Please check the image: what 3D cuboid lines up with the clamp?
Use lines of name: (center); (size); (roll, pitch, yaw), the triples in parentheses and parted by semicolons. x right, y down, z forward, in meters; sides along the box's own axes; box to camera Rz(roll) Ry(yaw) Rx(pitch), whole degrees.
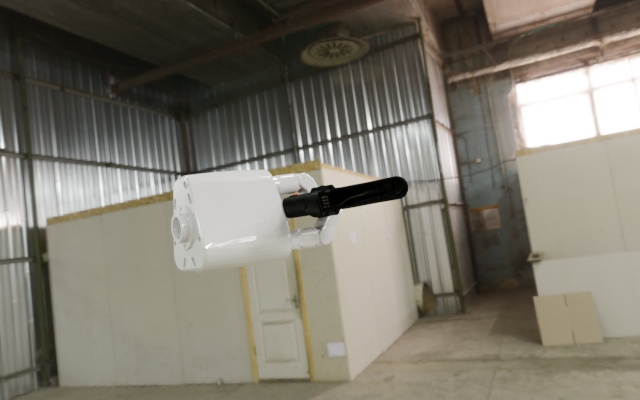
clamp: (0.000, 0.001, 0.537); (0.120, 0.039, 0.171); (-5, -5, -37)
